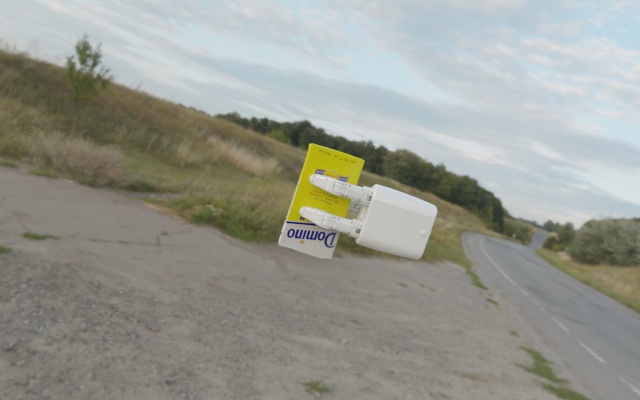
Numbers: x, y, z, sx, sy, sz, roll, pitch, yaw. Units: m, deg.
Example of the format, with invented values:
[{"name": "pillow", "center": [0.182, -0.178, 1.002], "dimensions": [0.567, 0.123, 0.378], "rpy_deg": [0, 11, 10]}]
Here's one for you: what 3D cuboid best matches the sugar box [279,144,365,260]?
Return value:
[{"name": "sugar box", "center": [0.000, 0.003, 0.788], "dimensions": [0.093, 0.176, 0.048], "rpy_deg": [17, 5, -6]}]
